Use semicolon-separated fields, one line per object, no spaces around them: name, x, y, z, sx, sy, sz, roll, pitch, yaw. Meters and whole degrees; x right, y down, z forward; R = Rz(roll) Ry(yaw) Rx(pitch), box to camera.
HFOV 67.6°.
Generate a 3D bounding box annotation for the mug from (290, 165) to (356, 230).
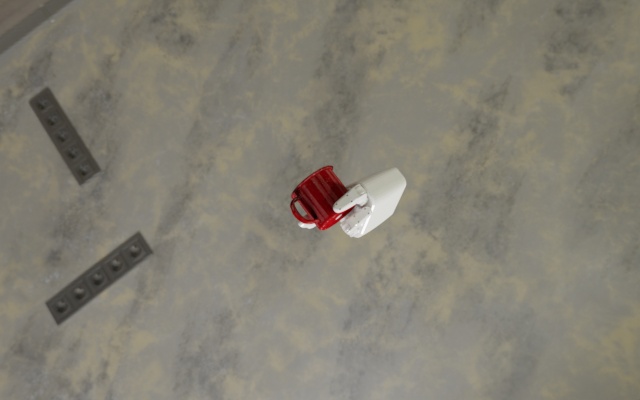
mug;-0.001;0.003;0.833;0.117;0.081;0.093;-28;-15;-38
